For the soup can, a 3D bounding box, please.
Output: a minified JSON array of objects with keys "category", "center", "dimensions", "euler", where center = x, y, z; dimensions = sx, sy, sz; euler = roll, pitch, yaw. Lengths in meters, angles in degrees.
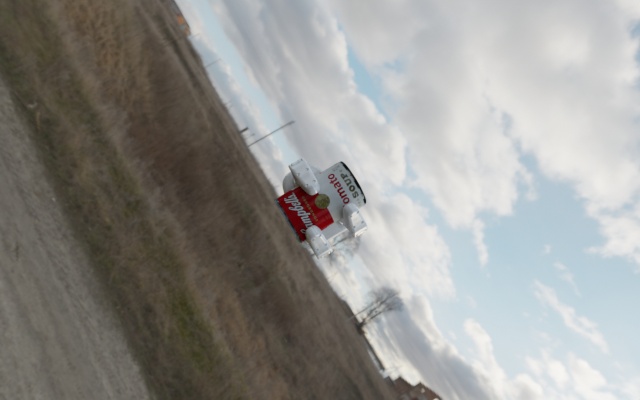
[{"category":"soup can","center":[0.000,0.002,0.622],"dimensions":[0.102,0.068,0.068],"euler":[-30,3,-4]}]
